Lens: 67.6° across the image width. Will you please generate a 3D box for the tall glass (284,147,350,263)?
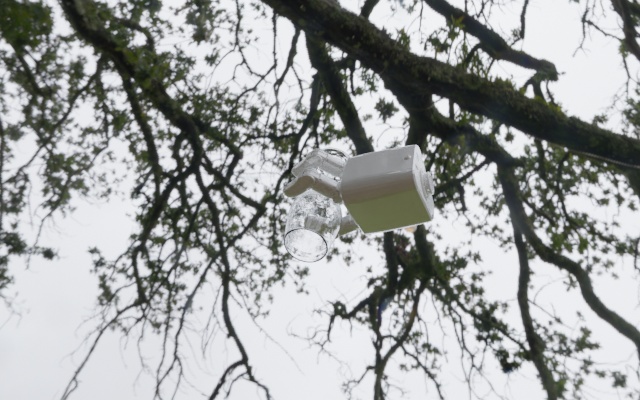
[{"bbox_3d":[0.000,0.002,0.719,0.079,0.079,0.201,0,37,15],"label":"tall glass"}]
